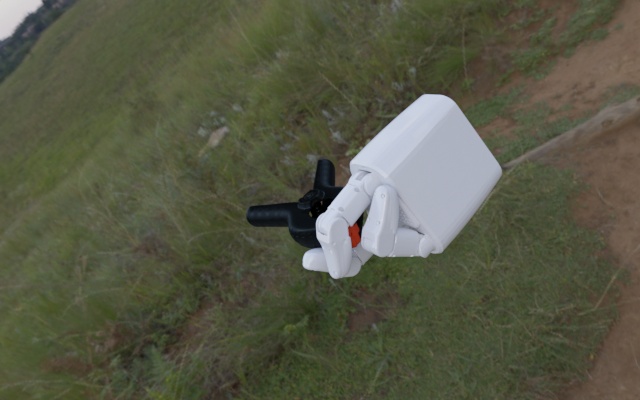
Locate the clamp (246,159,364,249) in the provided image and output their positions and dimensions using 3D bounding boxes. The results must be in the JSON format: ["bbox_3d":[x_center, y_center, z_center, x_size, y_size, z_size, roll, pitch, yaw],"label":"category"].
[{"bbox_3d":[0.000,0.001,0.506,0.120,0.039,0.171,-45,33,-17],"label":"clamp"}]
